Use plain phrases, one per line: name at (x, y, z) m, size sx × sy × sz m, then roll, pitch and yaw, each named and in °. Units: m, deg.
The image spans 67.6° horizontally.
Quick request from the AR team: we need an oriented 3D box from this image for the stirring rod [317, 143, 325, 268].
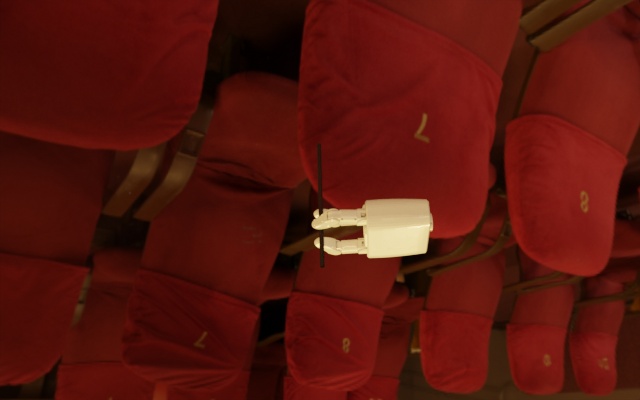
stirring rod at (0.000, 0.003, 0.854) m, size 0.011 × 0.239 × 0.011 m, roll -1°, pitch -25°, yaw -1°
